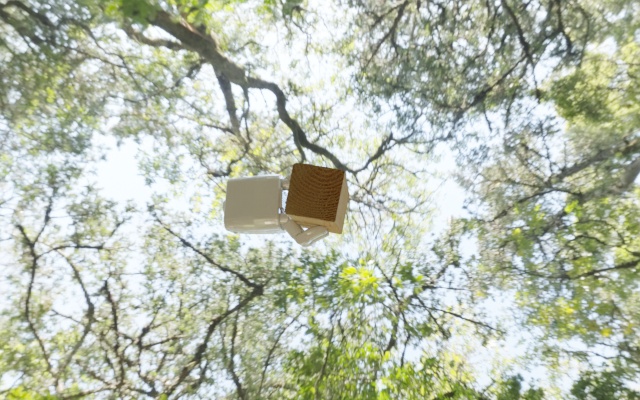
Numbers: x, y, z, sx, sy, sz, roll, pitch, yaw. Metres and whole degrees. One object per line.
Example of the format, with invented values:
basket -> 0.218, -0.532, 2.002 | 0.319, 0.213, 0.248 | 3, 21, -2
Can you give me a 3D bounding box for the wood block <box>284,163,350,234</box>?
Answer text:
wood block -> 0.000, 0.003, 0.889 | 0.090, 0.091, 0.206 | 9, -8, 7
